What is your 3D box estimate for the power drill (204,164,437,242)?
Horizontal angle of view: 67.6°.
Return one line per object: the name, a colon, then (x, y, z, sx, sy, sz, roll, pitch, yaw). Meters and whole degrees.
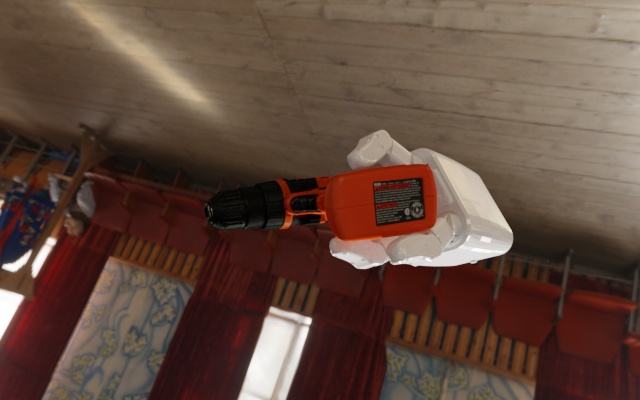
power drill: (0.001, 0.001, 0.448, 0.184, 0.057, 0.187, -9, 6, -27)
